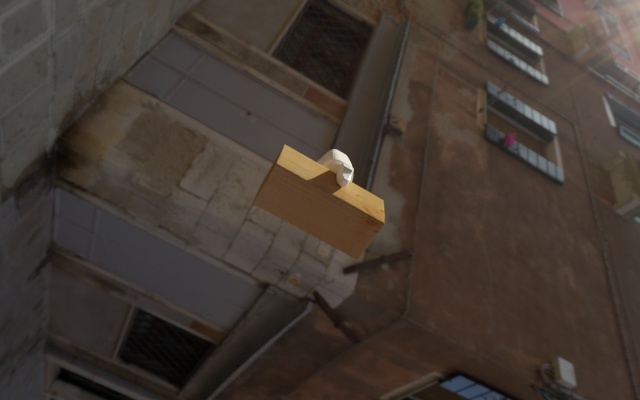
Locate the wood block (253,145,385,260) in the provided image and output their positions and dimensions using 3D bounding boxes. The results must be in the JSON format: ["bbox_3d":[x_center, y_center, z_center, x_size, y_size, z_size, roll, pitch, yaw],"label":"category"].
[{"bbox_3d":[0.000,0.002,0.830,0.206,0.091,0.090,28,28,-9],"label":"wood block"}]
